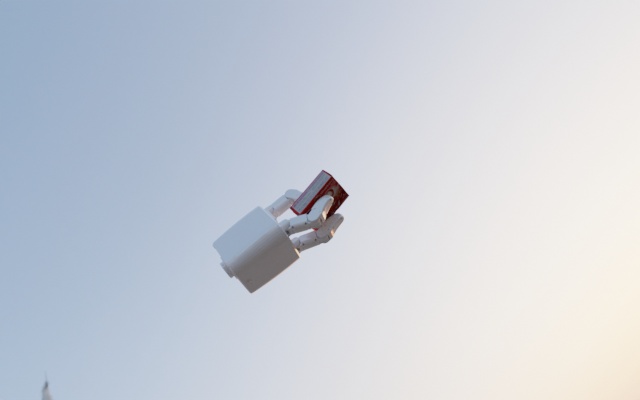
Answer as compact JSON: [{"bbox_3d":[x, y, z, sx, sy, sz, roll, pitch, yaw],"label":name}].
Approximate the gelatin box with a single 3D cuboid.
[{"bbox_3d":[0.000,0.002,0.818,0.030,0.089,0.073,36,-5,38],"label":"gelatin box"}]
